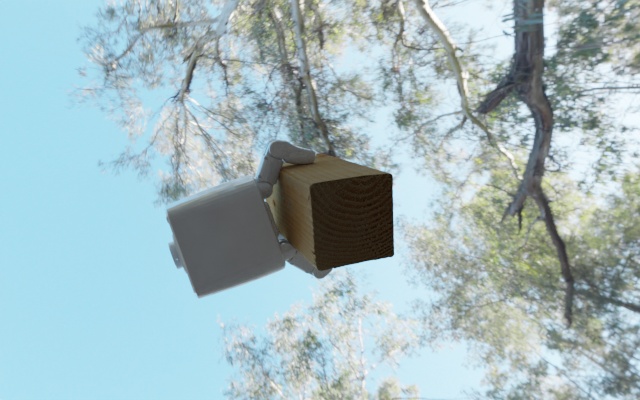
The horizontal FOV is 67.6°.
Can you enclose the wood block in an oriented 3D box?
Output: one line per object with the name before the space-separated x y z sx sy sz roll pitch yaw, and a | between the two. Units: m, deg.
wood block | 0.000 0.002 0.567 0.090 0.091 0.206 -8 14 -18
